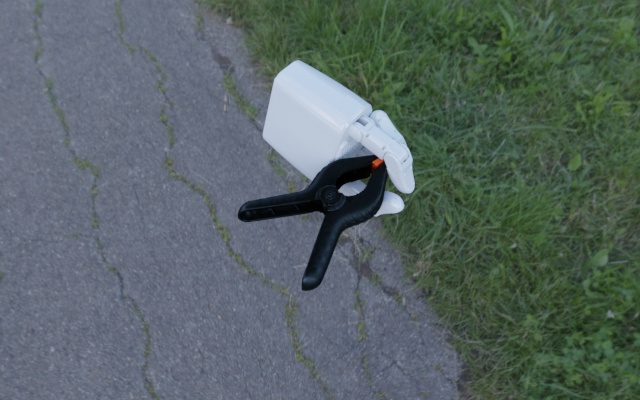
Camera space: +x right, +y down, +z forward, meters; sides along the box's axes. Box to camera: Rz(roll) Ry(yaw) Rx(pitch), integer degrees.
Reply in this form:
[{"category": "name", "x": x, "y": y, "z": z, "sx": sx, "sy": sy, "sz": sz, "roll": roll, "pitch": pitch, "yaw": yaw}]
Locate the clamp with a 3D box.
[{"category": "clamp", "x": 0.000, "y": 0.001, "z": 0.507, "sx": 0.120, "sy": 0.171, "sz": 0.039, "roll": 38, "pitch": -25, "yaw": 17}]
